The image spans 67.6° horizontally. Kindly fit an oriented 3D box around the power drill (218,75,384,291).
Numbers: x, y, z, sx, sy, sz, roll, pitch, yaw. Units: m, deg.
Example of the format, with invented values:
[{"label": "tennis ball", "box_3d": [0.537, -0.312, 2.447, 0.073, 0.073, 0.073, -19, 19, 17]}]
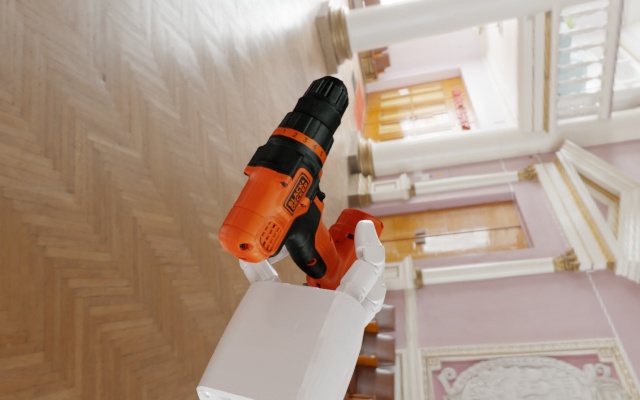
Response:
[{"label": "power drill", "box_3d": [0.000, 0.002, 0.462, 0.057, 0.184, 0.188, 16, -22, 36]}]
